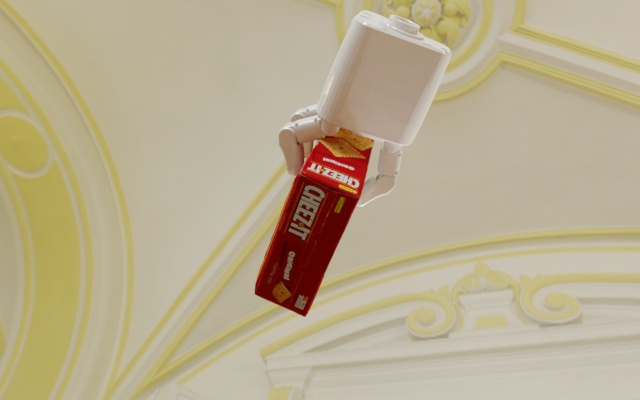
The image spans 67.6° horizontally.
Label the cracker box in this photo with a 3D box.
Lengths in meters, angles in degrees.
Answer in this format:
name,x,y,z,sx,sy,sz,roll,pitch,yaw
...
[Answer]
name,x,y,z,sx,sy,sz,roll,pitch,yaw
cracker box,0.000,0.002,0.569,0.072,0.164,0.213,22,29,1
